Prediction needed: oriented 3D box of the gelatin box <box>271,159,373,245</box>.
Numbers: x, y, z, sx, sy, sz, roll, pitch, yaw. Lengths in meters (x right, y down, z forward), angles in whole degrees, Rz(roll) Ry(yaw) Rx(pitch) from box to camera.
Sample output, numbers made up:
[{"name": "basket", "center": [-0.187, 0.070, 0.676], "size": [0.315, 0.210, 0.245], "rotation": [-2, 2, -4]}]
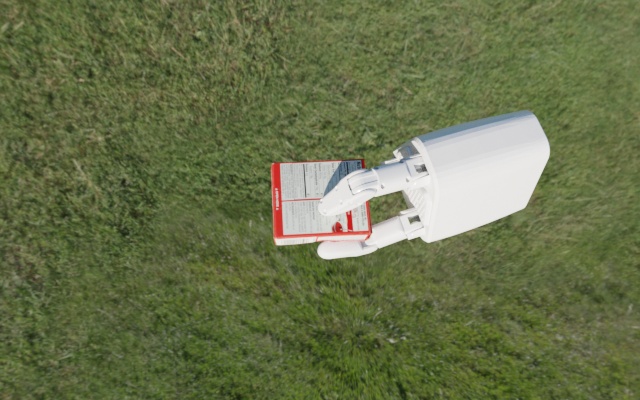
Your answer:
[{"name": "gelatin box", "center": [0.000, 0.001, 0.442], "size": [0.089, 0.073, 0.030], "rotation": [-3, -18, -5]}]
